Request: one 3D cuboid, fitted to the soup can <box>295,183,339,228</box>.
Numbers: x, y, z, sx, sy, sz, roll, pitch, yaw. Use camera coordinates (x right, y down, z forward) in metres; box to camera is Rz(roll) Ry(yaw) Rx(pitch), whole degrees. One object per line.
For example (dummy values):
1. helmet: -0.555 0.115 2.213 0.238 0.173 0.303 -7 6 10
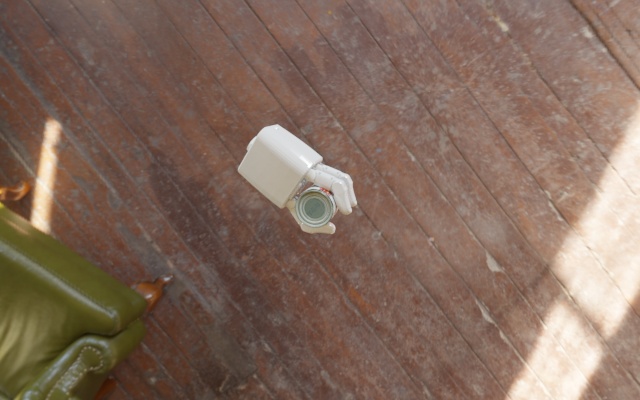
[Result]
1. soup can: 0.000 0.003 0.839 0.068 0.068 0.102 0 13 13
